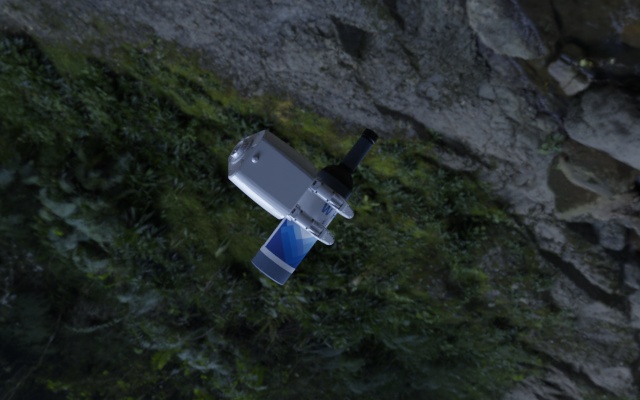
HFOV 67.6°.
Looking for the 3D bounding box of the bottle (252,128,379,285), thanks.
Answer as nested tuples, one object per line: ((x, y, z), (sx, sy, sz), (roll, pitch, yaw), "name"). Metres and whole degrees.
((0.000, 0.003, 0.801), (0.069, 0.295, 0.069), (37, -4, 3), "bottle")
